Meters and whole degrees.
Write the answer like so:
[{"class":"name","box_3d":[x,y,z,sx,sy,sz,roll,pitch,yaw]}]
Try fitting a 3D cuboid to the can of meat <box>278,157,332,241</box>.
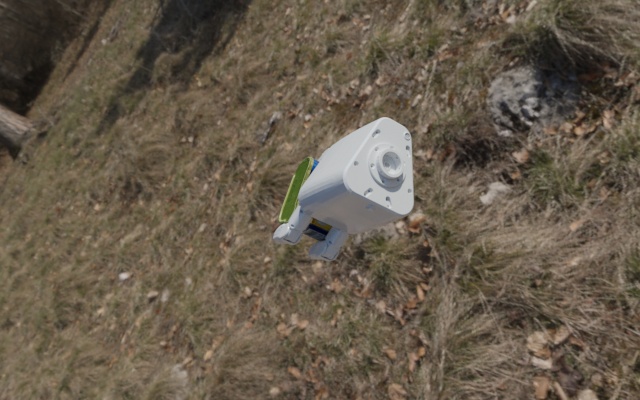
[{"class":"can of meat","box_3d":[0.000,0.002,0.647,0.084,0.102,0.057,25,-19,-21]}]
